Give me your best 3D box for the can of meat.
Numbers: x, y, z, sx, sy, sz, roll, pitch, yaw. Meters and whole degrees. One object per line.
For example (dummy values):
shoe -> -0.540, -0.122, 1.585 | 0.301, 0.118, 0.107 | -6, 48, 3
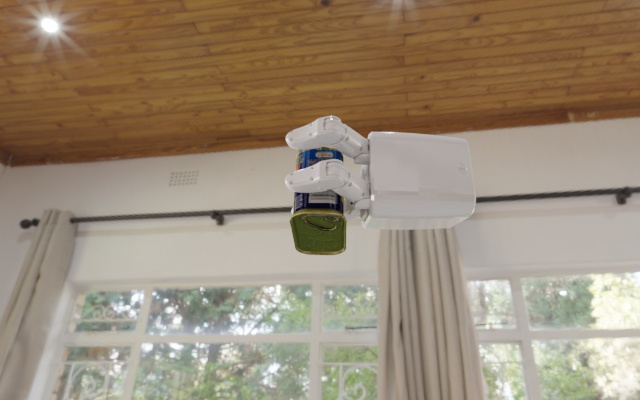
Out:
can of meat -> 0.000, 0.001, 0.524 | 0.057, 0.084, 0.102 | 0, -29, 3
